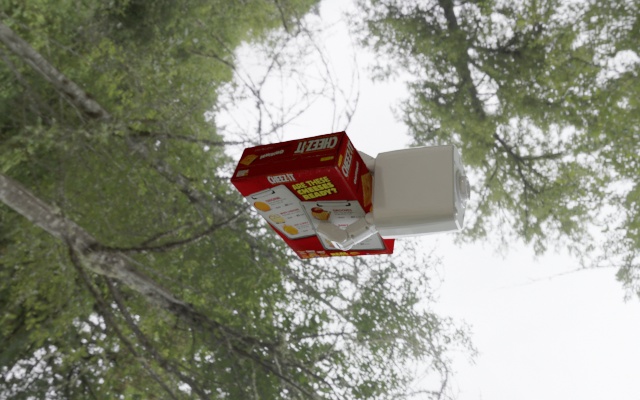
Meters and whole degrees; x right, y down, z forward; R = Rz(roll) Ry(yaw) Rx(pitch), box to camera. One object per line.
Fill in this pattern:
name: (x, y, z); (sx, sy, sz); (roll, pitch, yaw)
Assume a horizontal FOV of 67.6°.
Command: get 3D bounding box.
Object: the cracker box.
cracker box: (0.000, 0.003, 0.695); (0.164, 0.072, 0.214); (-6, -39, 28)
